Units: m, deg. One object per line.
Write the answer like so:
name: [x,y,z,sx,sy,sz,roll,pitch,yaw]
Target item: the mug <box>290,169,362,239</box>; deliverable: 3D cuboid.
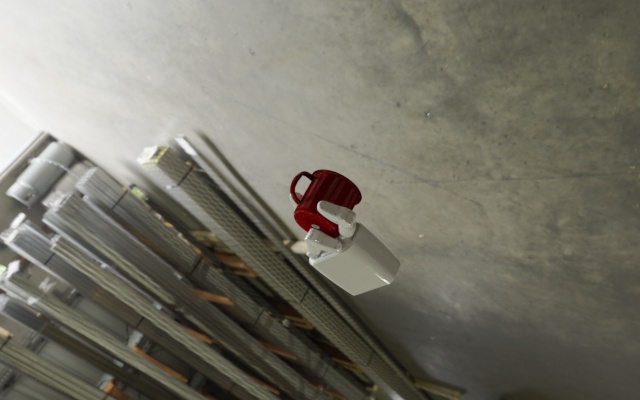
mug: [-0.001,0.002,0.769,0.117,0.081,0.093,40,-29,-20]
